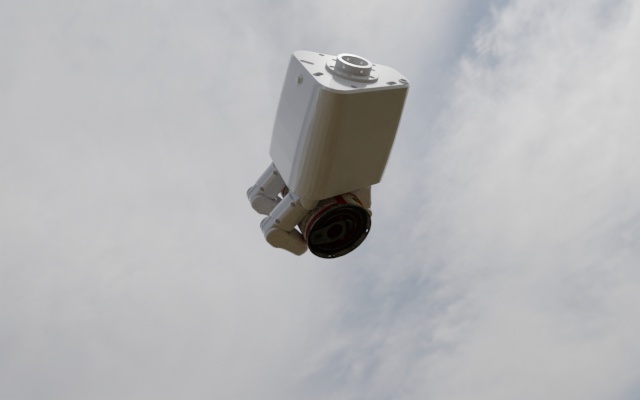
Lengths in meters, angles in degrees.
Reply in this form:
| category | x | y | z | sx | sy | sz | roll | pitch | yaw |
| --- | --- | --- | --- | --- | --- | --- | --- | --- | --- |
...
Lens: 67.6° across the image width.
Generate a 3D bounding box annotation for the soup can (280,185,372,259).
| category | x | y | z | sx | sy | sz | roll | pitch | yaw |
| --- | --- | --- | --- | --- | --- | --- | --- | --- | --- |
| soup can | 0.000 | 0.002 | 0.497 | 0.068 | 0.068 | 0.102 | 0 | 36 | -27 |
